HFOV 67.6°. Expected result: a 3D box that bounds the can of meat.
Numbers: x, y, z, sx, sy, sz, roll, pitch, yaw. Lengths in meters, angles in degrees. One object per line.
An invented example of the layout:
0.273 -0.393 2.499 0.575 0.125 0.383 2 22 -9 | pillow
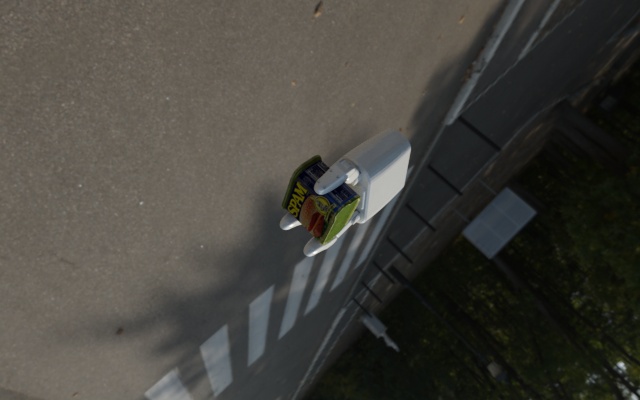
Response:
0.000 0.002 0.663 0.057 0.084 0.102 -35 -18 -35 | can of meat
